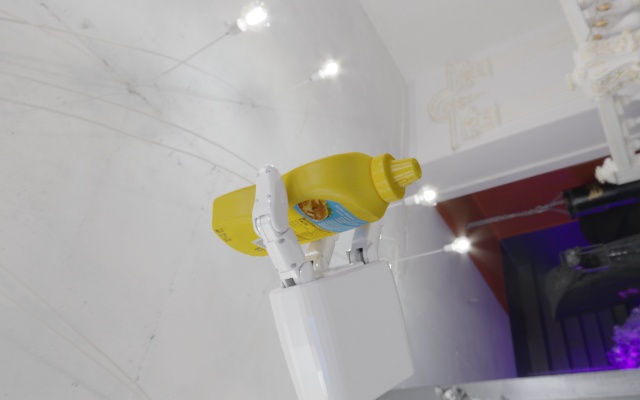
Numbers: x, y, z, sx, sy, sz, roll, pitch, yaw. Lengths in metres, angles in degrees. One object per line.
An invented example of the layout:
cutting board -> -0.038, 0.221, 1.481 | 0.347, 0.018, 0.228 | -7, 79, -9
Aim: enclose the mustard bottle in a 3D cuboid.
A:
mustard bottle -> 0.000, 0.001, 0.433 | 0.191, 0.058, 0.096 | -19, -31, 30
